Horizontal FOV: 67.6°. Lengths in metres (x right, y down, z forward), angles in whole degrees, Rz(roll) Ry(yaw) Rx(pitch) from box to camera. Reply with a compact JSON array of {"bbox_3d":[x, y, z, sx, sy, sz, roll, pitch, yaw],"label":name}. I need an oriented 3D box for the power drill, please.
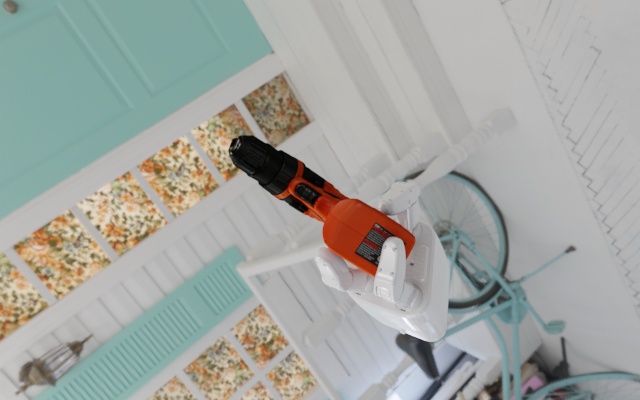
[{"bbox_3d":[0.000,0.002,0.511,0.184,0.057,0.187,31,5,-34],"label":"power drill"}]
